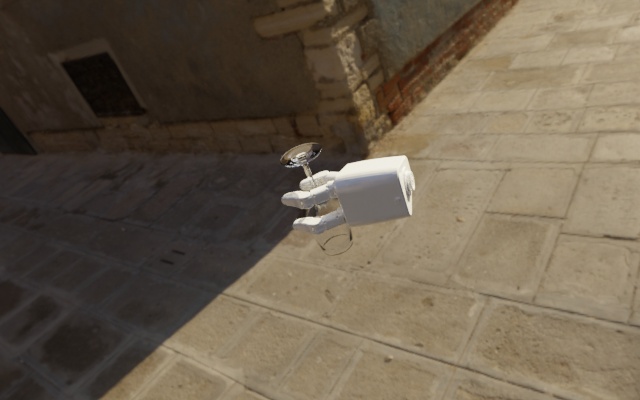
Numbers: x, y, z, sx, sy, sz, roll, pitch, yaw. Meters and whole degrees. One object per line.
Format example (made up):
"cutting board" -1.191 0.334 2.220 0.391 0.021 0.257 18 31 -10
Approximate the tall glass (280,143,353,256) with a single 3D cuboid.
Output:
"tall glass" 0.000 0.002 0.844 0.079 0.201 0.079 -16 30 10
